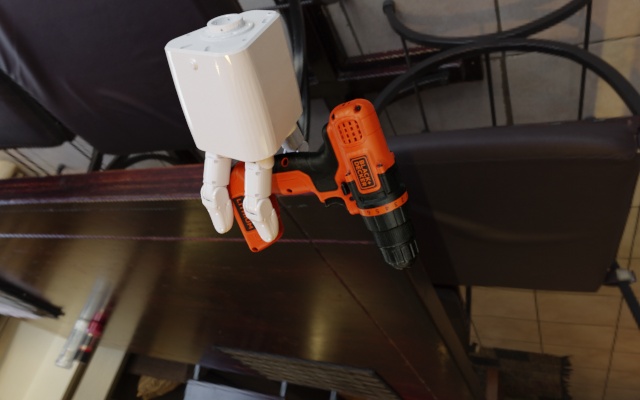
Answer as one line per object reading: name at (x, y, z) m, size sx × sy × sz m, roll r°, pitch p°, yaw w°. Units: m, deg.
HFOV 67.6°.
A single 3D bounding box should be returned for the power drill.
power drill at (0.000, 0.002, 0.514) m, size 0.187 × 0.184 × 0.057 m, roll -14°, pitch 16°, yaw 24°
